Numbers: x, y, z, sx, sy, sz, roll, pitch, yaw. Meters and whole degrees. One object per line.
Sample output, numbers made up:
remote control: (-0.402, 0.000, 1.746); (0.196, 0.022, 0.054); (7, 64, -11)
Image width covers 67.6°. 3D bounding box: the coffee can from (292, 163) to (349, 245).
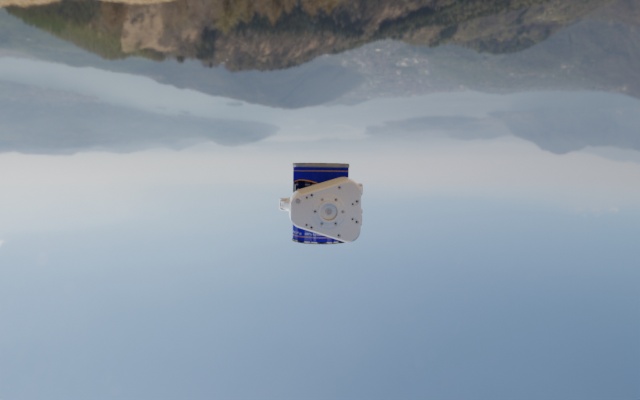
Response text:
coffee can: (0.000, 0.003, 0.865); (0.103, 0.140, 0.103); (1, 4, 0)
